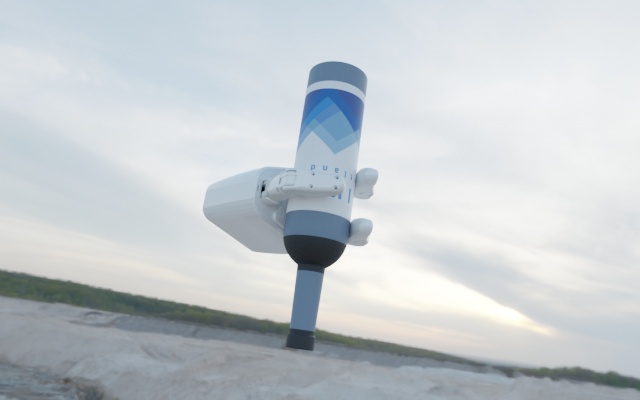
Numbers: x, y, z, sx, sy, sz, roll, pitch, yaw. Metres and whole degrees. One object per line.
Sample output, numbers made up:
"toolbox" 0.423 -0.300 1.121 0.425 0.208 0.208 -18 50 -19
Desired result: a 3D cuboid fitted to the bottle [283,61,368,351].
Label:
"bottle" 0.000 0.001 0.495 0.069 0.295 0.069 8 -16 2
